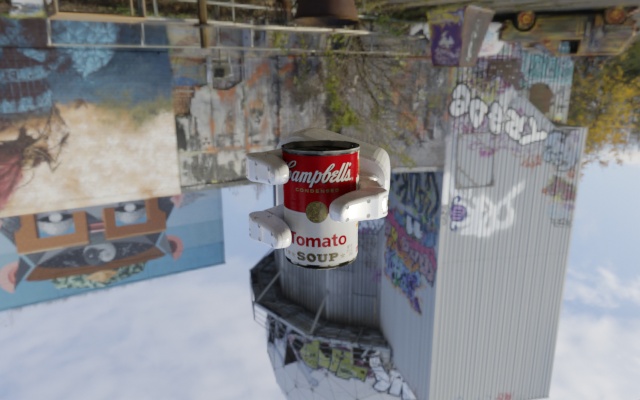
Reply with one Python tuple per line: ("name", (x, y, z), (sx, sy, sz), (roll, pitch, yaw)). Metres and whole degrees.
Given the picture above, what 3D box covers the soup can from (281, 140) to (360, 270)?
("soup can", (0.000, 0.002, 0.422), (0.068, 0.102, 0.068), (0, 15, 0))
